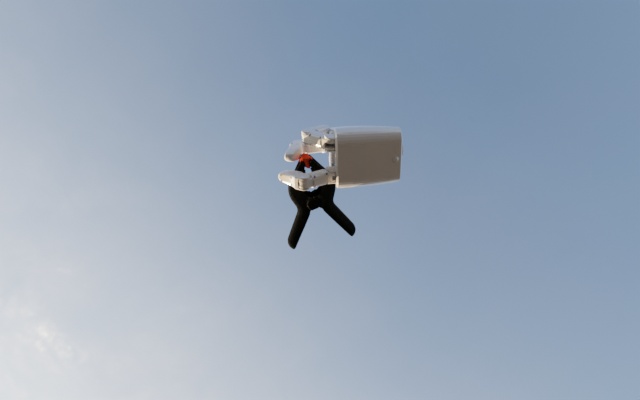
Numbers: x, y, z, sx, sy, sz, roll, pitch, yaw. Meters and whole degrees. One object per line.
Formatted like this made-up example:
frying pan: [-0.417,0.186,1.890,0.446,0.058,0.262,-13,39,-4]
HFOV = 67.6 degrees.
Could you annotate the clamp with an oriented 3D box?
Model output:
clamp: [0.000,0.002,0.812,0.120,0.171,0.039,-7,28,-11]
